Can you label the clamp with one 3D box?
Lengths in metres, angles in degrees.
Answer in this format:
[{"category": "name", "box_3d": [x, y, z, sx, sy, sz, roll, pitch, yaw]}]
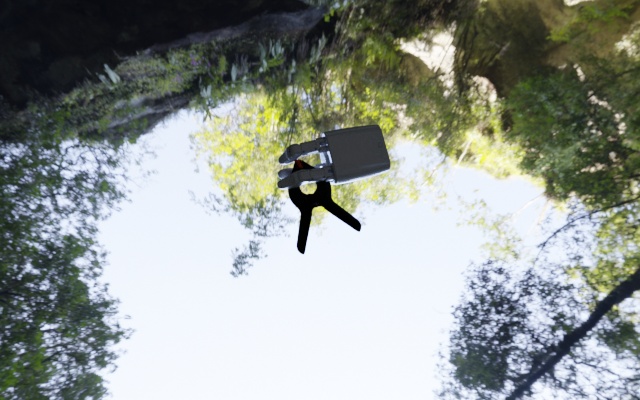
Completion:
[{"category": "clamp", "box_3d": [0.000, 0.003, 0.860, 0.120, 0.171, 0.039, -12, -12, -8]}]
